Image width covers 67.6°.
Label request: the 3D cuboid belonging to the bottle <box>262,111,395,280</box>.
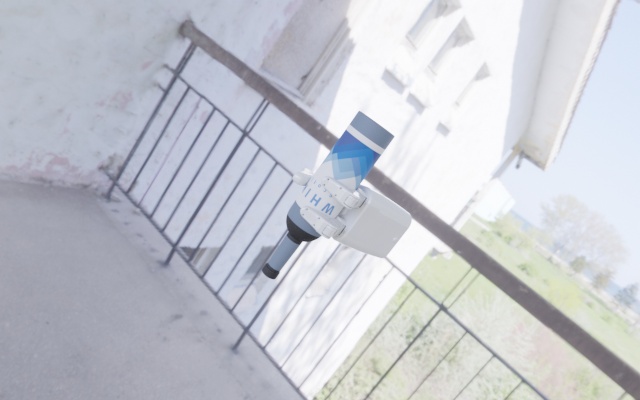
[{"bbox_3d":[0.000,0.002,0.738,0.069,0.296,0.069,34,13,-9],"label":"bottle"}]
